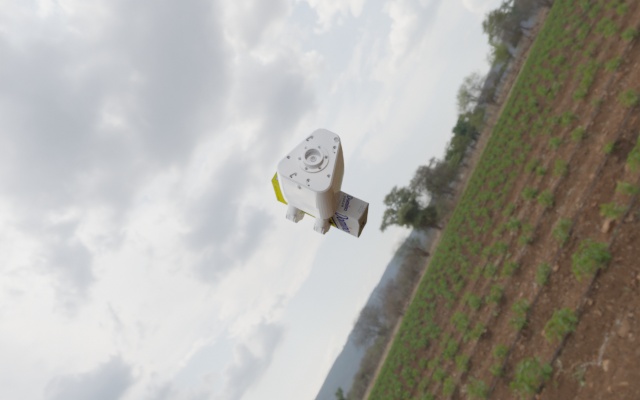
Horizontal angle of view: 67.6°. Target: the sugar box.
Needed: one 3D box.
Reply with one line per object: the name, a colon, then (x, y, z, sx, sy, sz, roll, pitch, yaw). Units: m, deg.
sugar box: (0.000, 0.003, 0.873, 0.176, 0.048, 0.093, 27, -20, 14)
